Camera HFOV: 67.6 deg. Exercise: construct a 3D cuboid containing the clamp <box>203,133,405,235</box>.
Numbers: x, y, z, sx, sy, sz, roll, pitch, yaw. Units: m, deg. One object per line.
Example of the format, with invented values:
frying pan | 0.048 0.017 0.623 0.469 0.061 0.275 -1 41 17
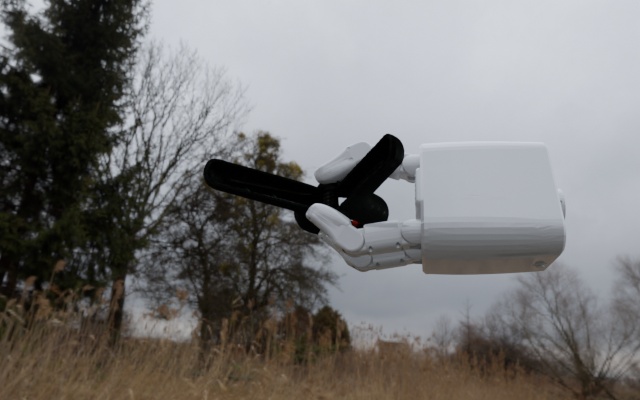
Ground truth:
clamp | 0.000 0.001 0.450 0.164 0.036 0.210 -2 -22 12
